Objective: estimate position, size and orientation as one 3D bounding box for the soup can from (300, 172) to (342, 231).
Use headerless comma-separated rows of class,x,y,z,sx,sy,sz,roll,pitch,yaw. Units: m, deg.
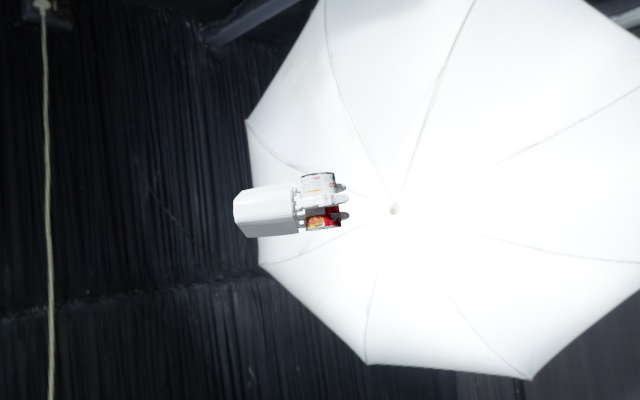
soup can,0.001,0.003,0.882,0.068,0.102,0.068,-7,-5,-1
